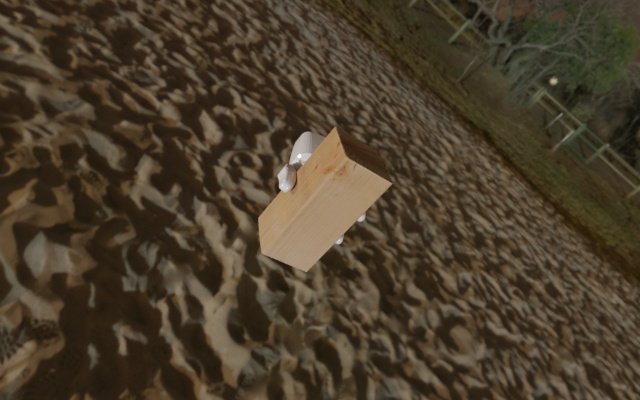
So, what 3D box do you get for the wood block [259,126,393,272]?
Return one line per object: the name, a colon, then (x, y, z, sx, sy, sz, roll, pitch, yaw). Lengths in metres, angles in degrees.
wood block: (0.000, 0.002, 0.734, 0.091, 0.206, 0.090, 27, 29, -28)
